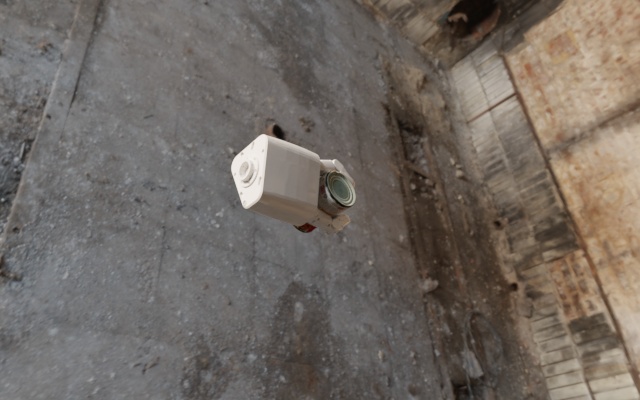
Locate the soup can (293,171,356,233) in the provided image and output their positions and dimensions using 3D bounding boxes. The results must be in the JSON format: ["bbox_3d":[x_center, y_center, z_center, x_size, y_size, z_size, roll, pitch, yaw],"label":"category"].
[{"bbox_3d":[0.001,0.003,0.794,0.102,0.068,0.068,-33,-21,36],"label":"soup can"}]
